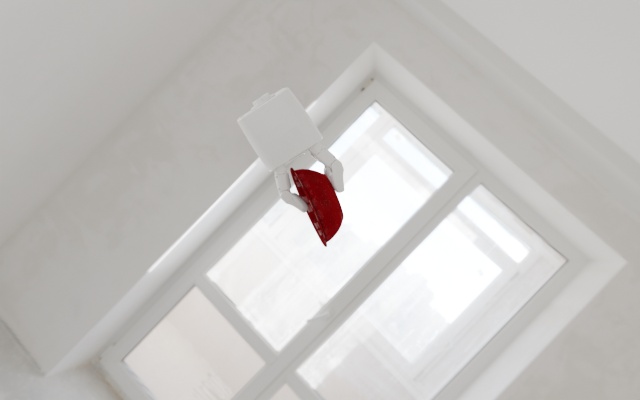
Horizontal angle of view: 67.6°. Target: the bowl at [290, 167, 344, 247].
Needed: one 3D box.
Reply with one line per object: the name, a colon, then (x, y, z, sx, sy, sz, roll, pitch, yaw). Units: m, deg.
bowl: (0.001, 0.004, 0.887, 0.055, 0.162, 0.162, -24, 3, -6)
